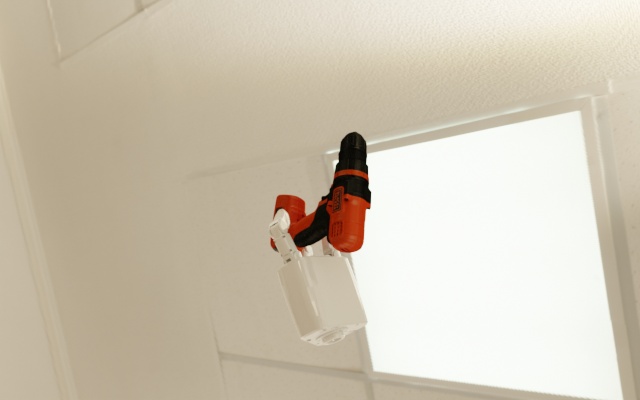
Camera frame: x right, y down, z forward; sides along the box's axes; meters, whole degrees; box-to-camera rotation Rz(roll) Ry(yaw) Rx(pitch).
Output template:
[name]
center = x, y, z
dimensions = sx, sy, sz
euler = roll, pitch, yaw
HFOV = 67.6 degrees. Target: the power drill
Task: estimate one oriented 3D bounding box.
[power drill]
center = 0.000, 0.003, 0.728
dimensions = 0.057, 0.184, 0.188
euler = 23, -30, -31
